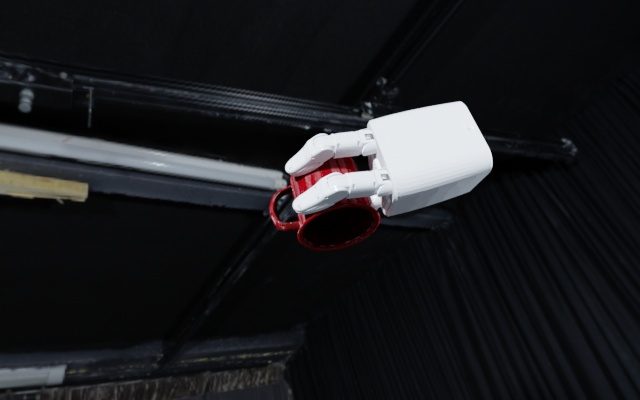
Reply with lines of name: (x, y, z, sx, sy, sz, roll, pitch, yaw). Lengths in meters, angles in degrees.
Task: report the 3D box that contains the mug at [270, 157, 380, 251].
mug: (-0.001, 0.002, 0.544, 0.117, 0.081, 0.093, -13, -33, -4)
